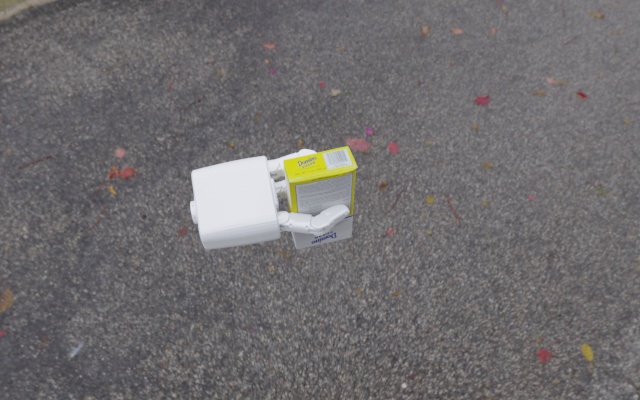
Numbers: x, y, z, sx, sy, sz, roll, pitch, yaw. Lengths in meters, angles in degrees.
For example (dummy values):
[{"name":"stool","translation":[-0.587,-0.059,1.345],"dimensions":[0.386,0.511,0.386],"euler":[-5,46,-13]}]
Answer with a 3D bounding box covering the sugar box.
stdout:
[{"name":"sugar box","translation":[0.000,0.002,0.690],"dimensions":[0.093,0.048,0.176],"euler":[-12,-32,-8]}]
